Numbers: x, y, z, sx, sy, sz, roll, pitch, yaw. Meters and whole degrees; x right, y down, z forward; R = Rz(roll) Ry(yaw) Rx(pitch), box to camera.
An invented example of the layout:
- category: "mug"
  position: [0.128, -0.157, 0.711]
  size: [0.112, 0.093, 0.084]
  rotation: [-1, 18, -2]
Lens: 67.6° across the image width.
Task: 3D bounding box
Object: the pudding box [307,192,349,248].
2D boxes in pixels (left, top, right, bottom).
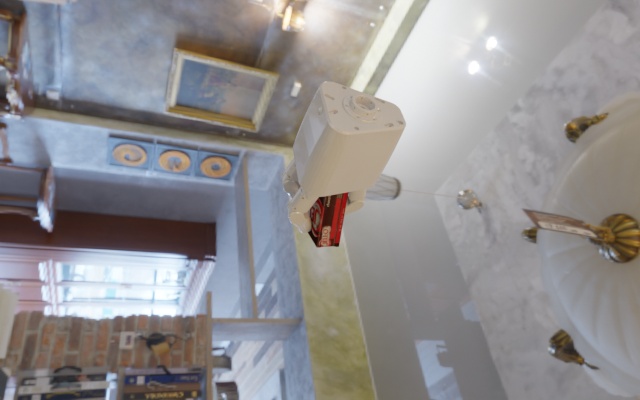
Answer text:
- category: "pudding box"
  position: [0.000, 0.002, 0.677]
  size: [0.039, 0.090, 0.113]
  rotation: [3, 22, -18]
